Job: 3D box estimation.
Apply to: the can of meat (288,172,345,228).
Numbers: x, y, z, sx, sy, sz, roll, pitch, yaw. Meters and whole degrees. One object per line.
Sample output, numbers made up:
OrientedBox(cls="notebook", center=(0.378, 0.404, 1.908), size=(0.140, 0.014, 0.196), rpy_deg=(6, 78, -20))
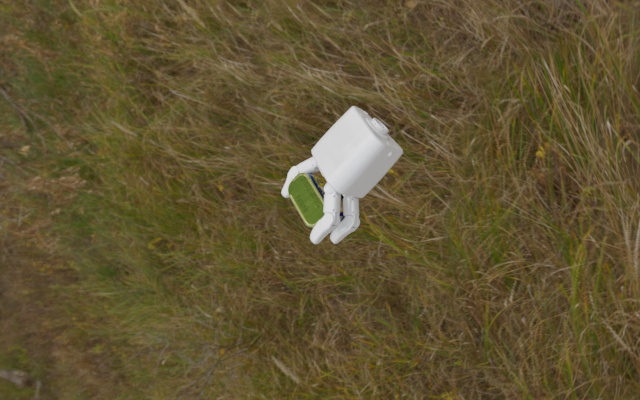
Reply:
OrientedBox(cls="can of meat", center=(0.000, 0.003, 0.823), size=(0.057, 0.102, 0.084), rpy_deg=(-43, -27, 22))
